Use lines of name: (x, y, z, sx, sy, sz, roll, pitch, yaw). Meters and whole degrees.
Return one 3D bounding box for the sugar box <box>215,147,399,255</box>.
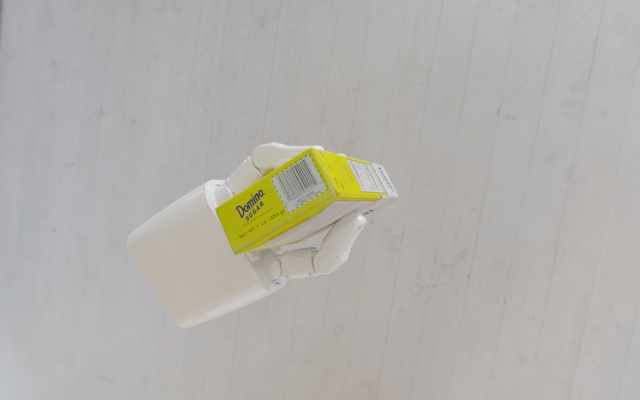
sugar box: (0.000, 0.001, 0.413, 0.093, 0.048, 0.176, -30, -9, 19)
